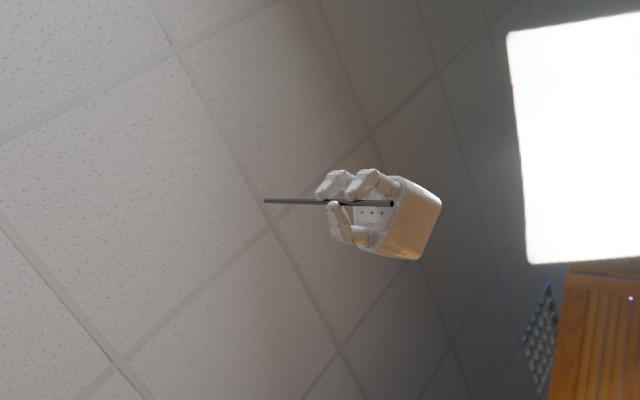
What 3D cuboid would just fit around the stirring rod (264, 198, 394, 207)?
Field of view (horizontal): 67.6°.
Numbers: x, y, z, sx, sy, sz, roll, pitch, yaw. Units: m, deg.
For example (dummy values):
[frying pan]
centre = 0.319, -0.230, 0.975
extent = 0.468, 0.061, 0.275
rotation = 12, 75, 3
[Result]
[stirring rod]
centre = 0.000, 0.002, 0.651
extent = 0.011, 0.011, 0.239
rotation = 0, 1, -45
